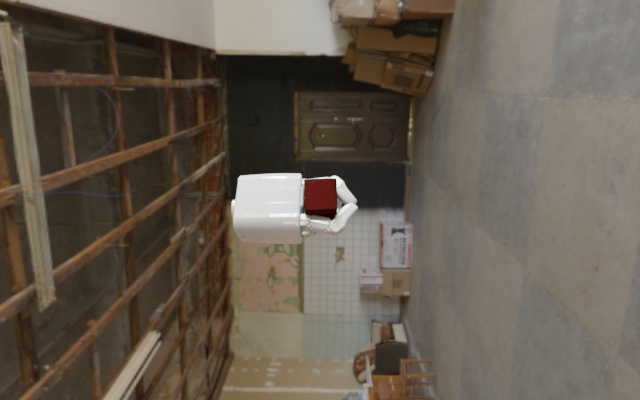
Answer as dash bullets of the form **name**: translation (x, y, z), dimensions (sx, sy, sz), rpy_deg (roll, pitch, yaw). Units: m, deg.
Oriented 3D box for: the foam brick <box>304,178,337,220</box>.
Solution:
- **foam brick**: translation (0.000, 0.002, 0.770), dimensions (0.051, 0.053, 0.078), rpy_deg (-1, -20, 0)
